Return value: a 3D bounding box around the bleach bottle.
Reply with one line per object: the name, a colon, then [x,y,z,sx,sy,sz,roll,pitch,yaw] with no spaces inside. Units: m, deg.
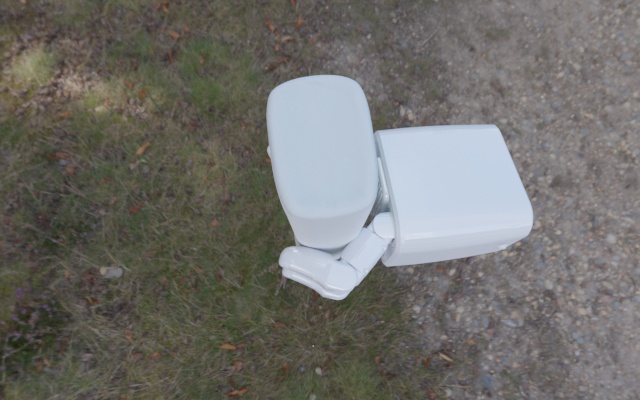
bleach bottle: [0.000,0.001,0.417,0.068,0.102,0.251,-7,-17,-3]
